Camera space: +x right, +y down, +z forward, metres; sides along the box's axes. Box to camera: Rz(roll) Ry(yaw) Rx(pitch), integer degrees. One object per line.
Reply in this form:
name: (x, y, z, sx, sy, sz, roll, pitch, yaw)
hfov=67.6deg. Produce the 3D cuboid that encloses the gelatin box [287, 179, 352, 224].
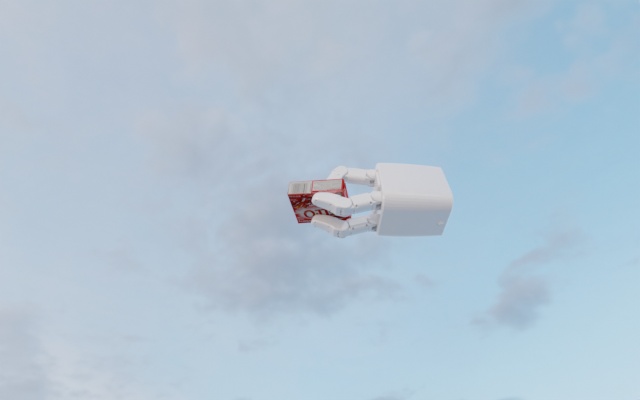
gelatin box: (0.000, 0.002, 0.746, 0.089, 0.030, 0.073, -3, -40, 12)
